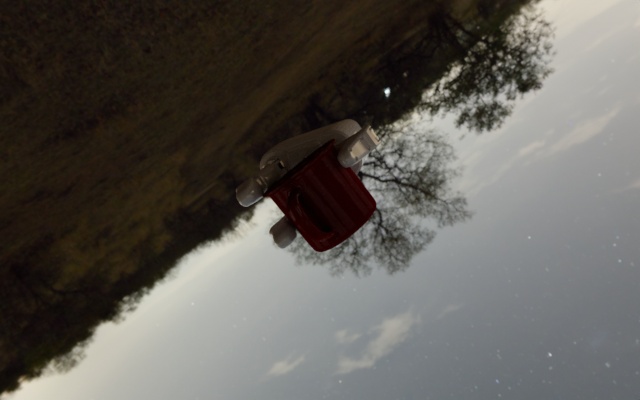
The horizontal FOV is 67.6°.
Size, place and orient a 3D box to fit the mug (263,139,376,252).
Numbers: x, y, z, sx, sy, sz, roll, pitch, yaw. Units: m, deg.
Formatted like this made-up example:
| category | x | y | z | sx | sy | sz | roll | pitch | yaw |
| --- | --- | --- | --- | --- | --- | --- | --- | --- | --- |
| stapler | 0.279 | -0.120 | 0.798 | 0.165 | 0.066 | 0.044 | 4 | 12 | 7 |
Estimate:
| category | x | y | z | sx | sy | sz | roll | pitch | yaw |
| --- | --- | --- | --- | --- | --- | --- | --- | --- | --- |
| mug | 0.000 | 0.002 | 0.472 | 0.093 | 0.081 | 0.117 | -35 | 9 | 21 |
